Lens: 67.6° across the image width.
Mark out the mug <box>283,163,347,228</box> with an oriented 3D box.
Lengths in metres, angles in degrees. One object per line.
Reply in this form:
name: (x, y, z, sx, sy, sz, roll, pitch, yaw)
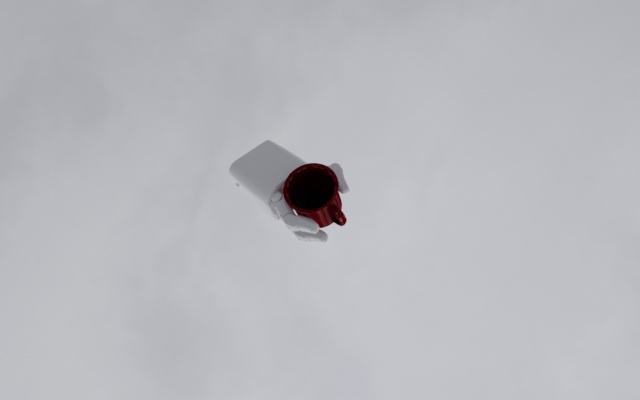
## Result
mug: (0.001, 0.003, 0.807, 0.117, 0.093, 0.081, 37, -14, 26)
